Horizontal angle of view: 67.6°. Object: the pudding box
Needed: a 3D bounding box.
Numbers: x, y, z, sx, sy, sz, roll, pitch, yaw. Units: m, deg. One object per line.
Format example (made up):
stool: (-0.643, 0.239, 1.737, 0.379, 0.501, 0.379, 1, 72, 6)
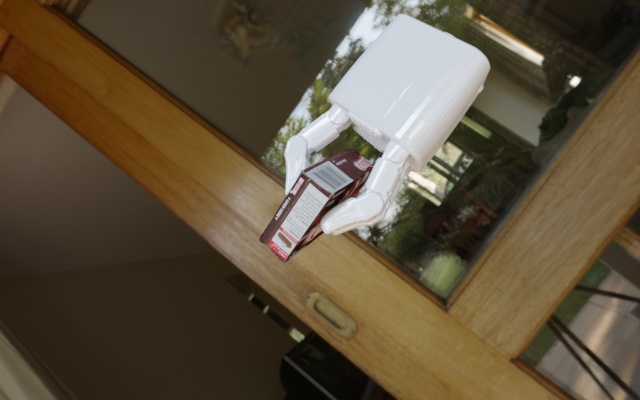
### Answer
pudding box: (0.000, 0.001, 0.466, 0.039, 0.090, 0.113, 41, 30, 13)
